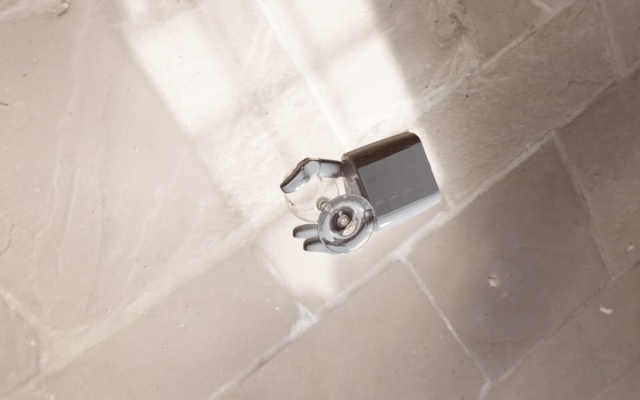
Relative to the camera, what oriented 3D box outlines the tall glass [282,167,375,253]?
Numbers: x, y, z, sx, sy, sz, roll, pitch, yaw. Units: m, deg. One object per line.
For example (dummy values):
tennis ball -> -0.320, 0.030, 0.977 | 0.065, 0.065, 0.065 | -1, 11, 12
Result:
tall glass -> 0.000, 0.002, 0.655 | 0.079, 0.079, 0.201 | 0, 15, -20
